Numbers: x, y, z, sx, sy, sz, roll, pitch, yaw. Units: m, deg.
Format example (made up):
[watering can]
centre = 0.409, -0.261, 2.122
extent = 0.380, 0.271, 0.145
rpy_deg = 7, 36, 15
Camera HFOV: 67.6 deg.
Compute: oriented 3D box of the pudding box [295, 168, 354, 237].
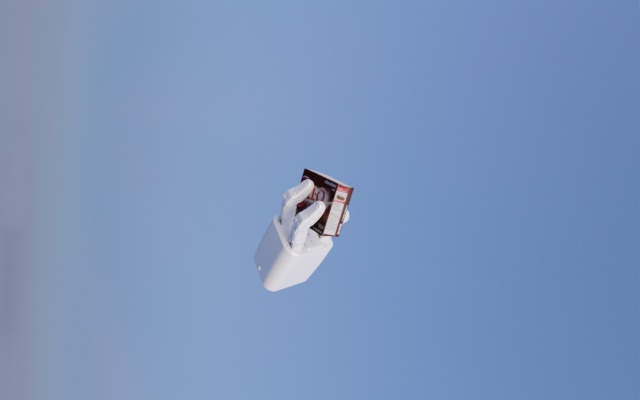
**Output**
[pudding box]
centre = 0.000, 0.003, 0.803
extent = 0.039, 0.090, 0.113
rpy_deg = 10, 10, -37
